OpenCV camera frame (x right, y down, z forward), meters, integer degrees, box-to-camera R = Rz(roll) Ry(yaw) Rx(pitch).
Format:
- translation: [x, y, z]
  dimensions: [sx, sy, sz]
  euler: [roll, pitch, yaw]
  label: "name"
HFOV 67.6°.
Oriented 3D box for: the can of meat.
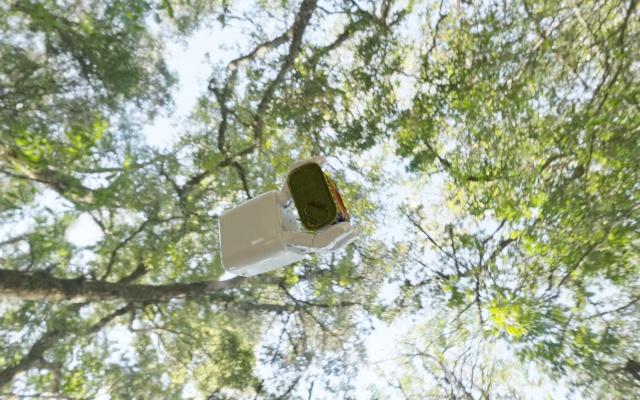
- translation: [0.000, 0.002, 0.731]
  dimensions: [0.057, 0.102, 0.084]
  euler: [-25, -20, 12]
  label: "can of meat"
